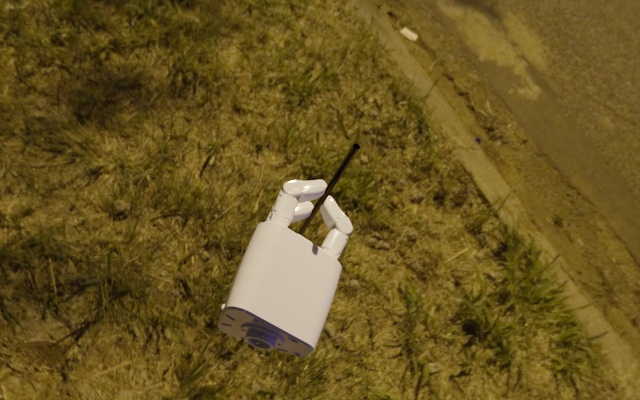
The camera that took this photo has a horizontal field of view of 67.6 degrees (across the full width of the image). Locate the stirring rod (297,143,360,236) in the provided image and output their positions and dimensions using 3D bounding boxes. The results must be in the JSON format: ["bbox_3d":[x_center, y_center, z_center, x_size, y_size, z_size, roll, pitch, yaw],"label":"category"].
[{"bbox_3d":[0.000,0.002,0.600,0.011,0.011,0.240,0,-29,-21],"label":"stirring rod"}]
